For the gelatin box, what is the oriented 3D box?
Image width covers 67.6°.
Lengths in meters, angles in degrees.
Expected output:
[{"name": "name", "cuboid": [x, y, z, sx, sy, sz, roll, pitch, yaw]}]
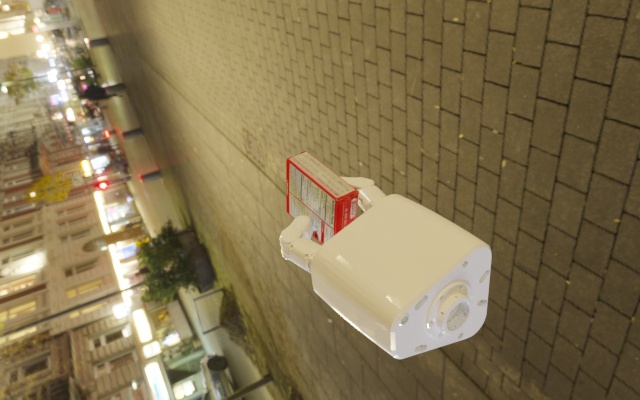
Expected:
[{"name": "gelatin box", "cuboid": [-0.001, 0.002, 0.496, 0.030, 0.073, 0.089, -25, 46, -30]}]
